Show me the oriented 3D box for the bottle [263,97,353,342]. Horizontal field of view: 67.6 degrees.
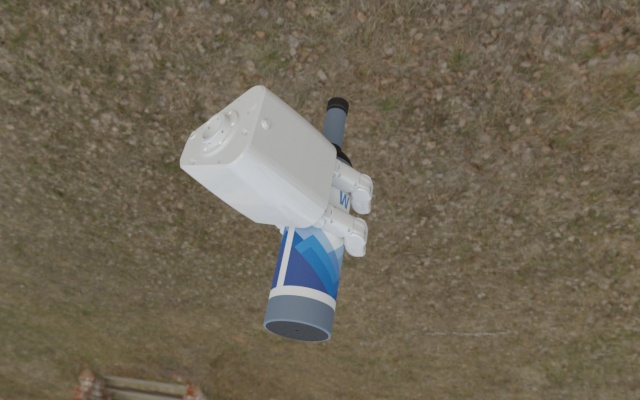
[{"bbox_3d":[0.000,0.002,0.534,0.069,0.295,0.069,8,-31,5],"label":"bottle"}]
